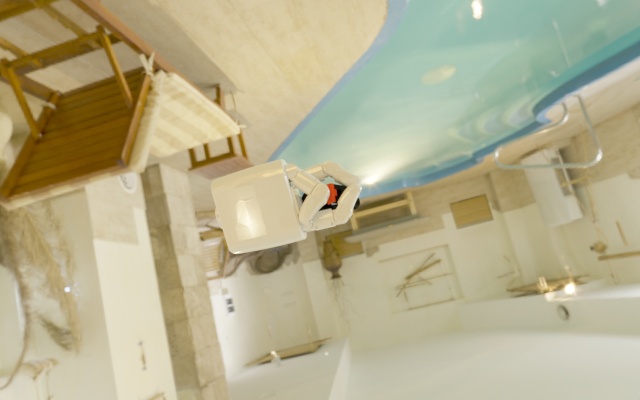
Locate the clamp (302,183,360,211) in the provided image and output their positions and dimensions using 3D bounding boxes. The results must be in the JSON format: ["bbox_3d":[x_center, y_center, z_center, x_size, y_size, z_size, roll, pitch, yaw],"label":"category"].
[{"bbox_3d":[0.000,0.003,0.745,0.120,0.039,0.171,-15,-10,4],"label":"clamp"}]
